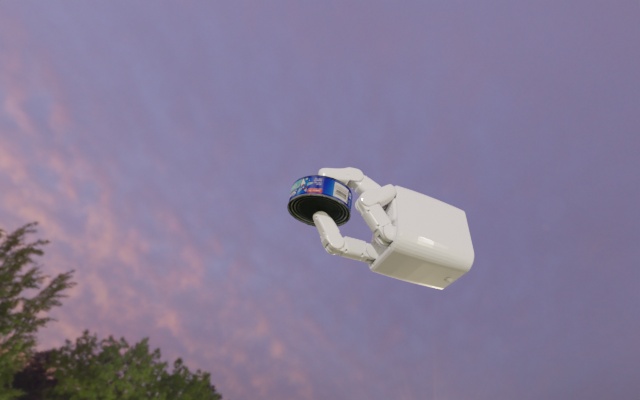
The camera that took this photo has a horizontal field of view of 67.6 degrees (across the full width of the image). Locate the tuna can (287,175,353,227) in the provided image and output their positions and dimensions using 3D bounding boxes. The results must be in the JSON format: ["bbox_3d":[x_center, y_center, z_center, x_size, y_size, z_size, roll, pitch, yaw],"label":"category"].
[{"bbox_3d":[0.000,0.002,0.646,0.086,0.033,0.086,7,-31,4],"label":"tuna can"}]
